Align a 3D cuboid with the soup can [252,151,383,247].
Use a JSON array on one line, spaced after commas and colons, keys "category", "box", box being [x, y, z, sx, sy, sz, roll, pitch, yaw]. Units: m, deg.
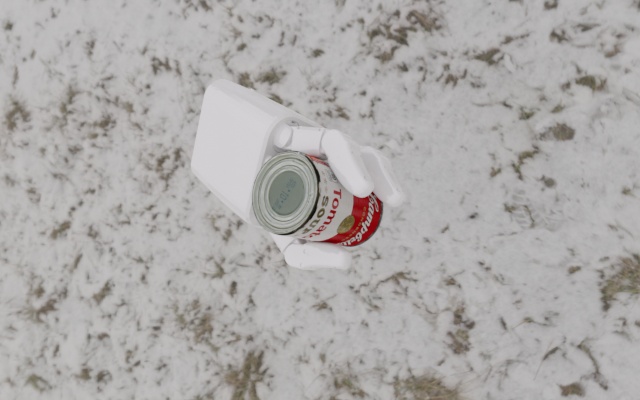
[{"category": "soup can", "box": [0.000, 0.002, 0.404, 0.068, 0.068, 0.102, 0, -9, 35]}]
